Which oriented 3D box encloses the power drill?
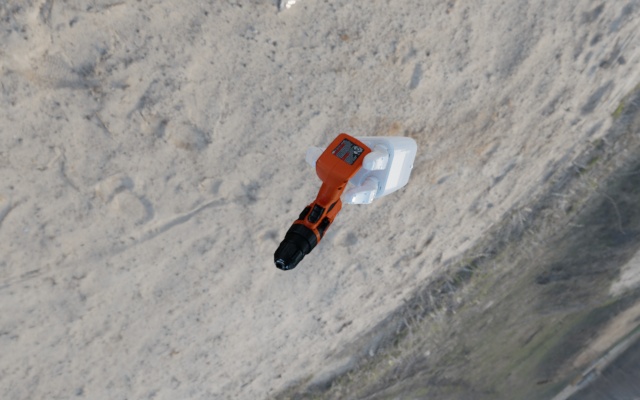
[{"bbox_3d":[0.000,0.002,0.724,0.057,0.188,0.184,32,44,5],"label":"power drill"}]
